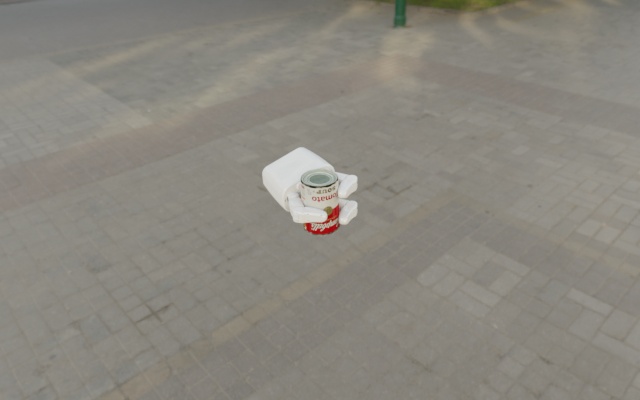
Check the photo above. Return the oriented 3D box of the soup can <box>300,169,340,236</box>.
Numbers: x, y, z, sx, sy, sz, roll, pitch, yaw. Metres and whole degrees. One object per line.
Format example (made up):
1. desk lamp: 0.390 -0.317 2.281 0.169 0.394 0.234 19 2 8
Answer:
1. soup can: 0.000 0.003 0.852 0.068 0.102 0.068 -2 31 1
